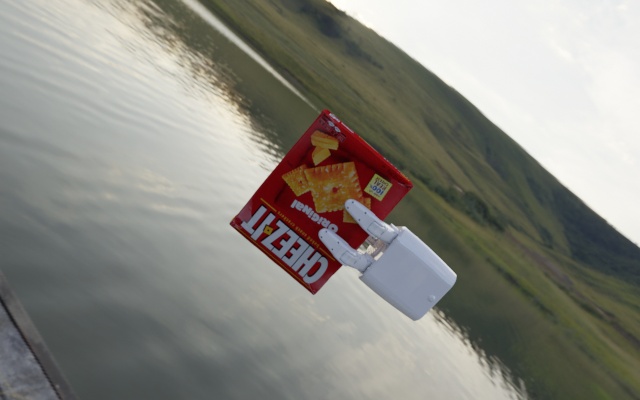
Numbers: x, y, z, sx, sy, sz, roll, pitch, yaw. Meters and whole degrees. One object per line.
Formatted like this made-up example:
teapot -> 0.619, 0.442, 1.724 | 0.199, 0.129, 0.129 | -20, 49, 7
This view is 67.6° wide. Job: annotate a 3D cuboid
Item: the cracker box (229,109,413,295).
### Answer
cracker box -> 0.000, 0.002, 0.687 | 0.164, 0.214, 0.072 | 40, 10, -3
